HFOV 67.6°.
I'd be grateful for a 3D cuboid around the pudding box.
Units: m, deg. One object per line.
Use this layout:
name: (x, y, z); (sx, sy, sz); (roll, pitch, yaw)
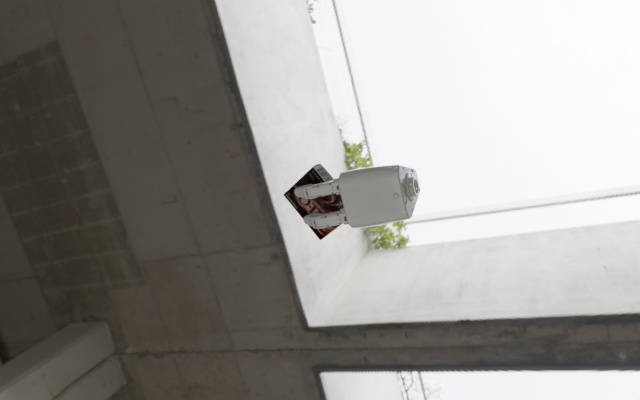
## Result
pudding box: (0.000, 0.003, 0.872); (0.090, 0.113, 0.039); (-41, -5, 33)
